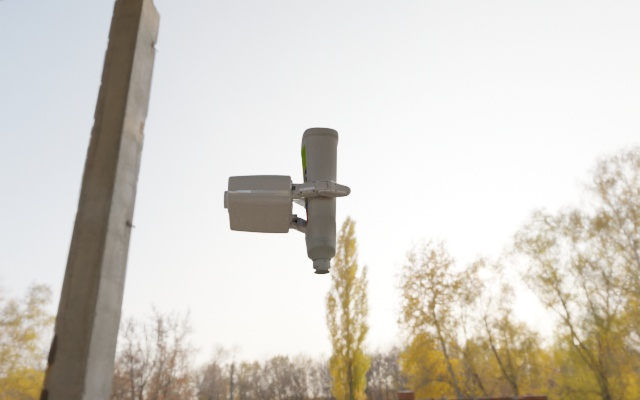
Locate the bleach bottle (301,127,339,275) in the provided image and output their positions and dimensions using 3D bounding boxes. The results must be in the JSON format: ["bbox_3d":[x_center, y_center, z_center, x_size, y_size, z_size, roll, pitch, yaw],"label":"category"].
[{"bbox_3d":[0.000,0.003,0.841,0.068,0.250,0.103,1,-24,-7],"label":"bleach bottle"}]
